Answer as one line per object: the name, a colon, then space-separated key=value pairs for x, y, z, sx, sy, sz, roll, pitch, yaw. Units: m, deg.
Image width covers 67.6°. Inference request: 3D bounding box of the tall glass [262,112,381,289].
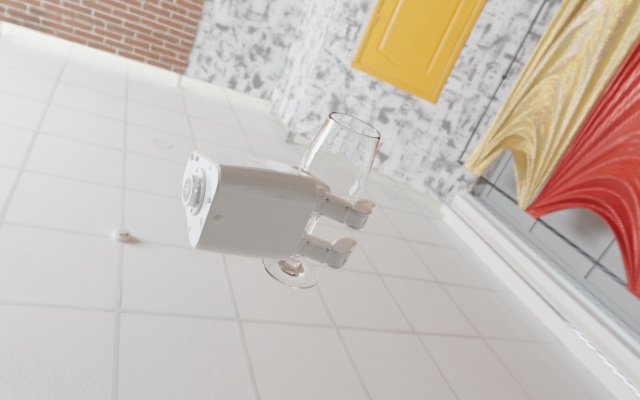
tall glass: x=0.000 y=0.002 z=0.553 sx=0.079 sy=0.201 sz=0.079 roll=21 pitch=23 yaw=-9
